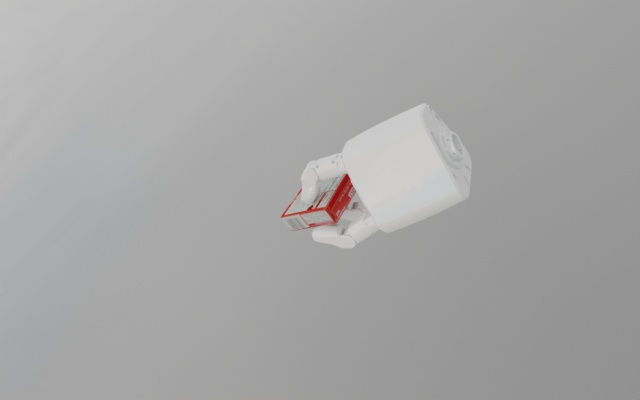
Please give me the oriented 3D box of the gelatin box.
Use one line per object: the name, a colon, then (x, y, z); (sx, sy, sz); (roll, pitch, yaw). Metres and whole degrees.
gelatin box: (0.000, 0.002, 0.633); (0.089, 0.030, 0.073); (-12, 34, 44)
